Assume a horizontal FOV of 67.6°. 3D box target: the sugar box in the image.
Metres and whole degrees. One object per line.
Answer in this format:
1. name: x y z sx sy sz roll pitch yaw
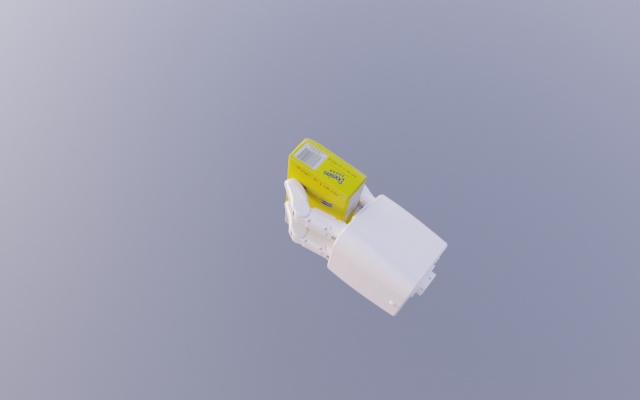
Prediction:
1. sugar box: 0.000 0.002 0.643 0.093 0.048 0.176 36 -29 14
